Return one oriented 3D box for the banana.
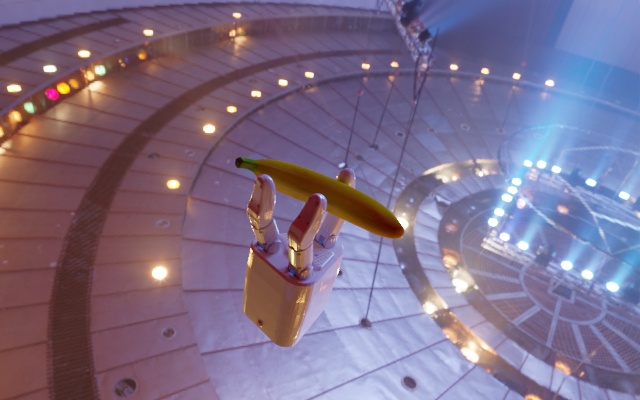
[{"bbox_3d":[0.003,-0.005,0.536,0.198,0.037,0.069,22,21,11],"label":"banana"}]
